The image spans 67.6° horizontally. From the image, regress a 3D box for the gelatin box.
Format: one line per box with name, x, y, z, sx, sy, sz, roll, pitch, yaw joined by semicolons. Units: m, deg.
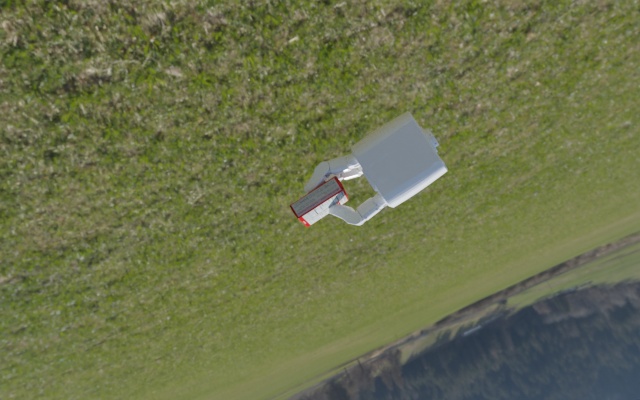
gelatin box;0.000;0.003;0.779;0.089;0.030;0.073;-34;-17;1
